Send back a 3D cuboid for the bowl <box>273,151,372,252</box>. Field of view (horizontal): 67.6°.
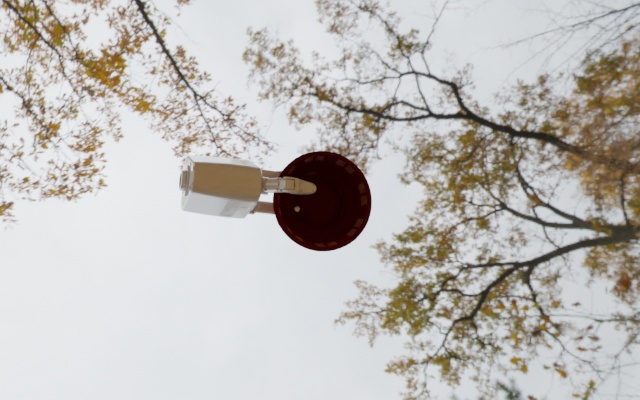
[{"bbox_3d":[0.001,0.003,0.787,0.162,0.162,0.055,0,-5,-10],"label":"bowl"}]
